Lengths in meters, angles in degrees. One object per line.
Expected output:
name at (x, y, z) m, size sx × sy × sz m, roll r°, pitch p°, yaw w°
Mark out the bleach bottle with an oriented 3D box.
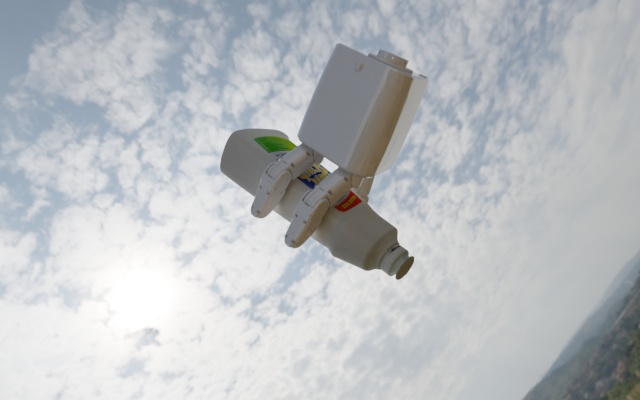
bleach bottle at (0.000, 0.002, 0.530) m, size 0.250 × 0.068 × 0.102 m, roll 36°, pitch 25°, yaw 31°
